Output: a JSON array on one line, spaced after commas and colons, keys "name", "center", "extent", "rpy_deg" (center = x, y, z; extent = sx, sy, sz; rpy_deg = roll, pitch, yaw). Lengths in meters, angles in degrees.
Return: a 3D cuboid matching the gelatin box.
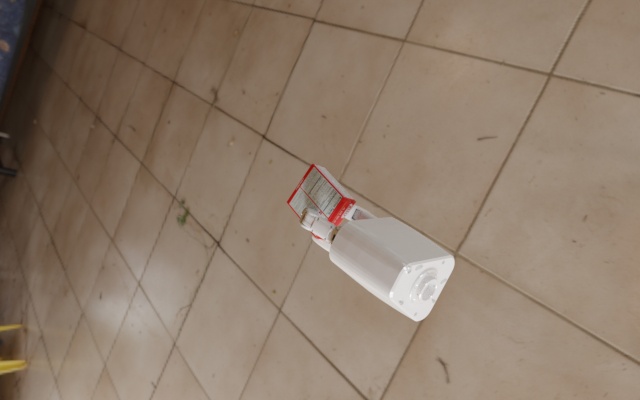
[{"name": "gelatin box", "center": [0.000, 0.002, 0.680], "extent": [0.030, 0.073, 0.089], "rpy_deg": [14, 26, -47]}]
